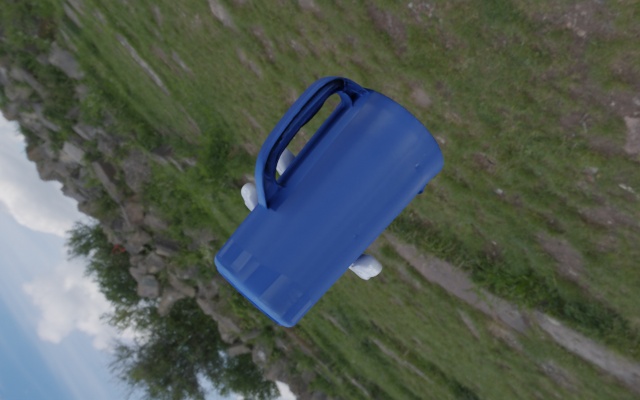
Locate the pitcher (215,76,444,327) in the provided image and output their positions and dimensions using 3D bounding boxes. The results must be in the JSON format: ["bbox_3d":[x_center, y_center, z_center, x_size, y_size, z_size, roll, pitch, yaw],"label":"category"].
[{"bbox_3d":[0.000,0.002,0.502,0.149,0.243,0.145,40,-11,10],"label":"pitcher"}]
